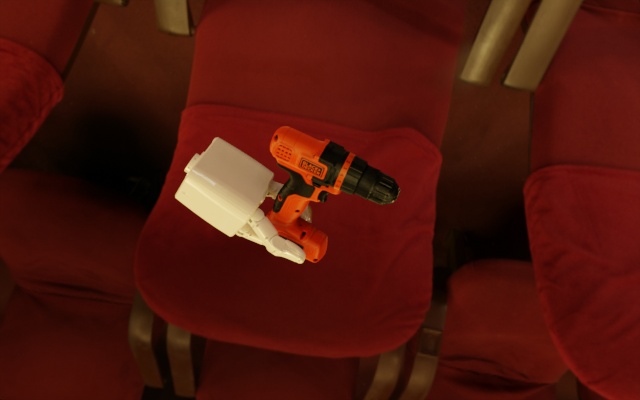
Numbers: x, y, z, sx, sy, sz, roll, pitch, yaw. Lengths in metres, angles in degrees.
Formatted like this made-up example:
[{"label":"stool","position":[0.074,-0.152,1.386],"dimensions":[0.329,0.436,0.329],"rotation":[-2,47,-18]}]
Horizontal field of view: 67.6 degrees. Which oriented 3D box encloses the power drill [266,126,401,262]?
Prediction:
[{"label":"power drill","position":[0.000,0.002,0.681],"dimensions":[0.184,0.188,0.057],"rotation":[27,39,5]}]
